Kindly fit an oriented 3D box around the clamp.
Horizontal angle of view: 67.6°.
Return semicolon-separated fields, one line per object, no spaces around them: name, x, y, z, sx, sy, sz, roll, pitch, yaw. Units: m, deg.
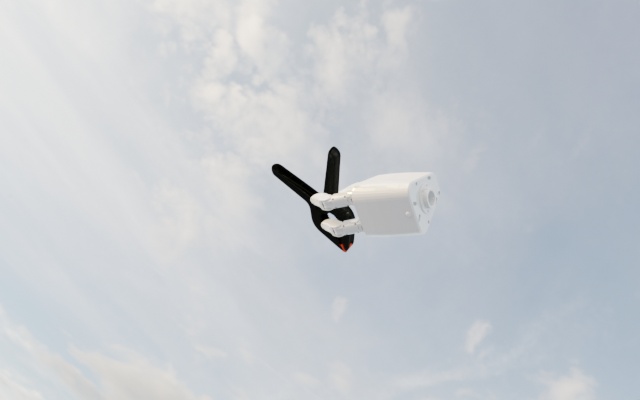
clamp;0.001;0.003;0.892;0.164;0.210;0.036;-2;30;41
